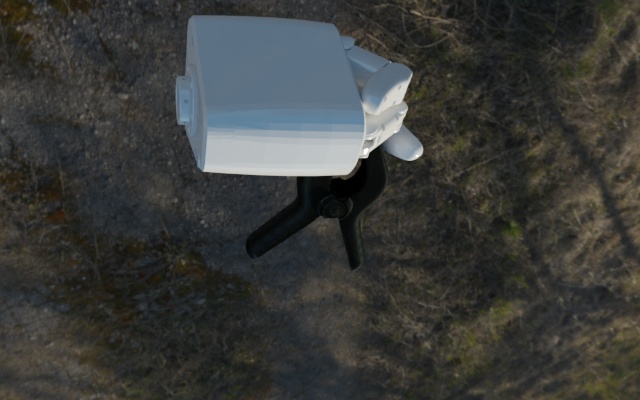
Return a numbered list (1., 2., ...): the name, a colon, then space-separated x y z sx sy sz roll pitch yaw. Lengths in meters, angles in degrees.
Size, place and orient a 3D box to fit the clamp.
1. clamp: 0.000 0.002 0.426 0.120 0.172 0.039 -1 39 -19
